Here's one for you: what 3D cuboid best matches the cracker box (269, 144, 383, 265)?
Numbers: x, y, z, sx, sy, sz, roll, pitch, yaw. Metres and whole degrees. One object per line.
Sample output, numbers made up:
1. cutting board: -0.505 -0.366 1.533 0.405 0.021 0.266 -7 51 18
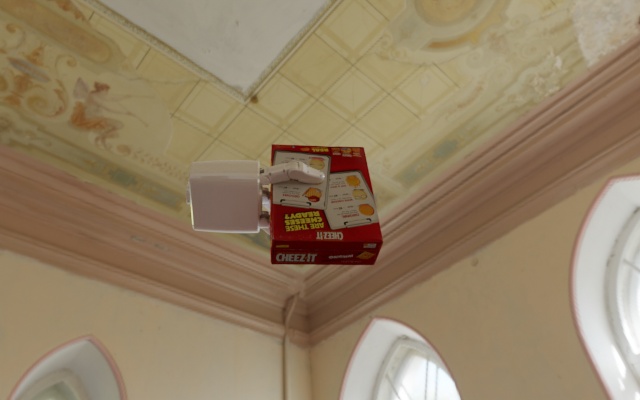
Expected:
1. cracker box: 0.000 0.002 0.776 0.164 0.213 0.072 1 -43 -7
